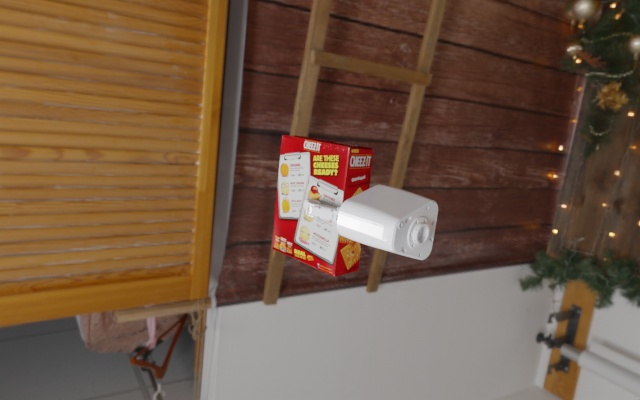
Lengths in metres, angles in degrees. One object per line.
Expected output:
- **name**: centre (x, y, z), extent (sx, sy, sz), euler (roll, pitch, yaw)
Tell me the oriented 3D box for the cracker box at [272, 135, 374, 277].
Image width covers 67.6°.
- **cracker box**: centre (0.000, 0.003, 0.829), extent (0.164, 0.214, 0.072), euler (17, 15, 43)
